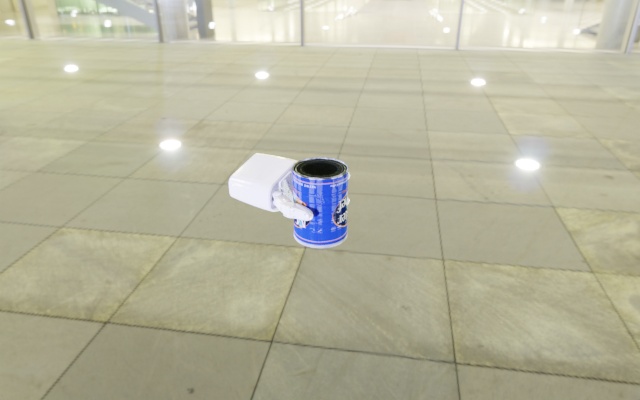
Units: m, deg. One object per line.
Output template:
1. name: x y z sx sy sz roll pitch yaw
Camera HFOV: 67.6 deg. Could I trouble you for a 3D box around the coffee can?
1. coffee can: 0.000 0.003 0.885 0.103 0.140 0.102 0 26 0
